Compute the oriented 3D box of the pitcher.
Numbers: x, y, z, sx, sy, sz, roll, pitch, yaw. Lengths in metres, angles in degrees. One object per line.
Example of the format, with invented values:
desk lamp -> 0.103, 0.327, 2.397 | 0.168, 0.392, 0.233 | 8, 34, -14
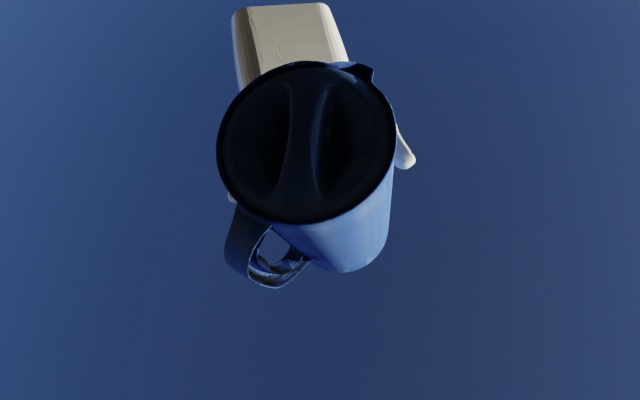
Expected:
pitcher -> 0.000, 0.001, 0.447 | 0.149, 0.145, 0.243 | -16, -22, 4
